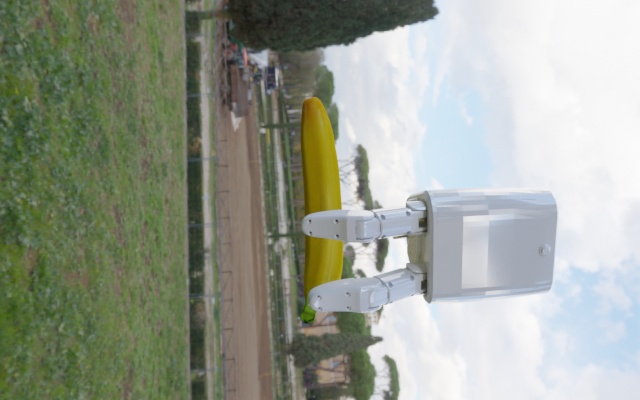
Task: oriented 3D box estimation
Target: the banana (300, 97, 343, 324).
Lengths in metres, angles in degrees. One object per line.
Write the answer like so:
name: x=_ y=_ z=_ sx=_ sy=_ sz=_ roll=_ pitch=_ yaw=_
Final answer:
banana: x=0.001 y=0.008 z=0.437 sx=0.037 sy=0.197 sz=0.070 roll=-2 pitch=-11 yaw=3
